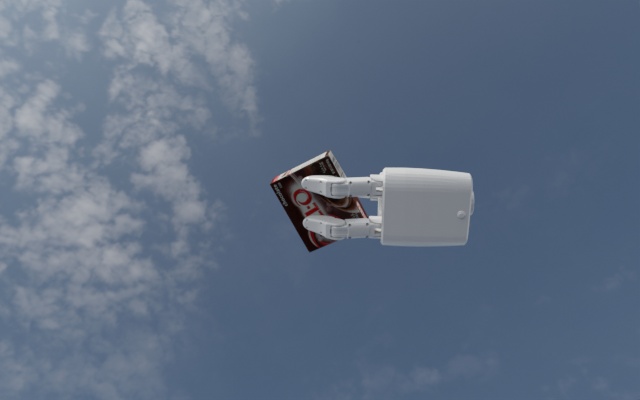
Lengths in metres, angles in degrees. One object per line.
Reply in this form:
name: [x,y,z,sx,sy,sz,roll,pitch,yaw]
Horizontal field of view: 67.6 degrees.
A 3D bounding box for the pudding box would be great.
pudding box: [0.000,0.002,0.635,0.090,0.113,0.039,-25,12,17]
